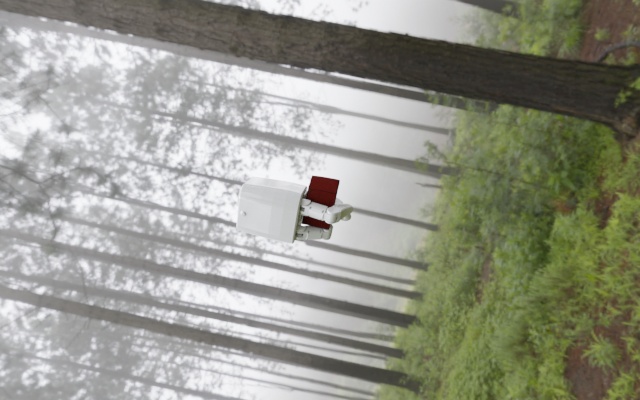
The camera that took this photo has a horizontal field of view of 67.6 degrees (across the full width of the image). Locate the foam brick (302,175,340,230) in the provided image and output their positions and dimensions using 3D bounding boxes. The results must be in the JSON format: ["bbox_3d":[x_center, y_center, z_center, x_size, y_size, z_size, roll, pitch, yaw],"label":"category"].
[{"bbox_3d":[0.000,0.002,0.846,0.051,0.078,0.053,13,30,2],"label":"foam brick"}]
